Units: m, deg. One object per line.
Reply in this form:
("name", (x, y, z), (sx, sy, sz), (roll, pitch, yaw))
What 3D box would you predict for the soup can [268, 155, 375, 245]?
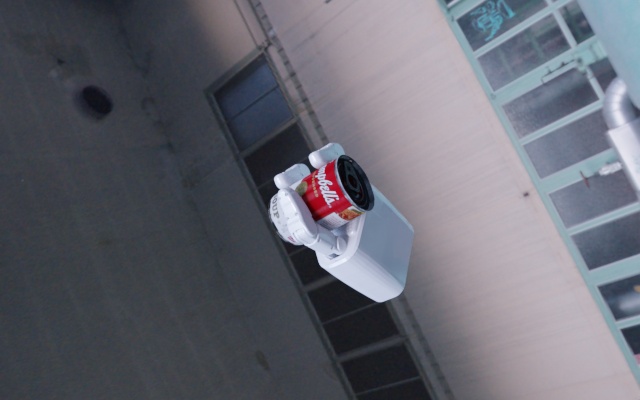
("soup can", (0.000, 0.002, 0.538), (0.102, 0.068, 0.068), (-29, -15, 29))
